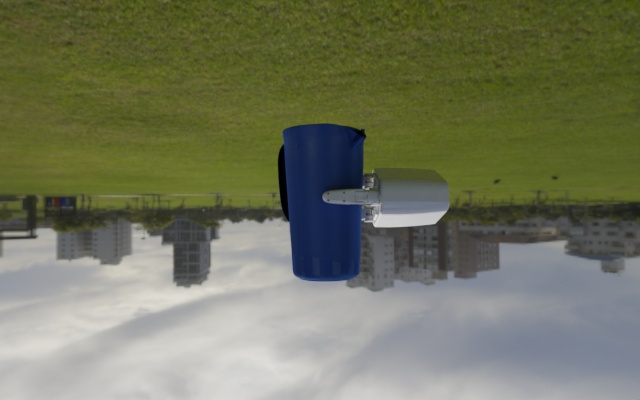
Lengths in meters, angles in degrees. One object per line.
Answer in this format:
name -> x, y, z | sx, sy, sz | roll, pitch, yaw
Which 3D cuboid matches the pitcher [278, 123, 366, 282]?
pitcher -> 0.000, 0.003, 0.774 | 0.145, 0.243, 0.149 | -1, -1, -1
